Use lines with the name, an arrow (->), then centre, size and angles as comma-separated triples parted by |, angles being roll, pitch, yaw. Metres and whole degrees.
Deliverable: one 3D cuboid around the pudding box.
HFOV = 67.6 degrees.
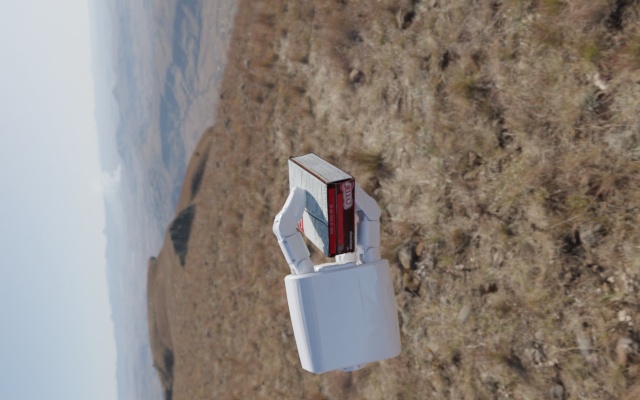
pudding box -> 0.000, 0.002, 0.554 | 0.039, 0.090, 0.113 | -12, 25, -25
